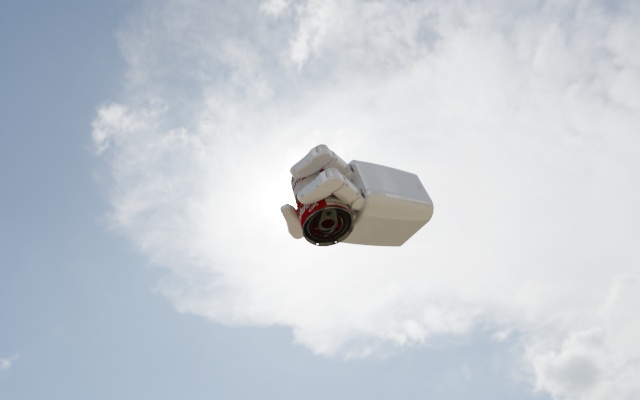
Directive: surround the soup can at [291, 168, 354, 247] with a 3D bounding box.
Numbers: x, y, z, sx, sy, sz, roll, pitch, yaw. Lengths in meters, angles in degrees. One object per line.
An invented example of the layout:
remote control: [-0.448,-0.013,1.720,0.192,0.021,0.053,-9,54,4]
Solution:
soup can: [0.000,0.002,0.641,0.068,0.069,0.102,0,40,-16]
